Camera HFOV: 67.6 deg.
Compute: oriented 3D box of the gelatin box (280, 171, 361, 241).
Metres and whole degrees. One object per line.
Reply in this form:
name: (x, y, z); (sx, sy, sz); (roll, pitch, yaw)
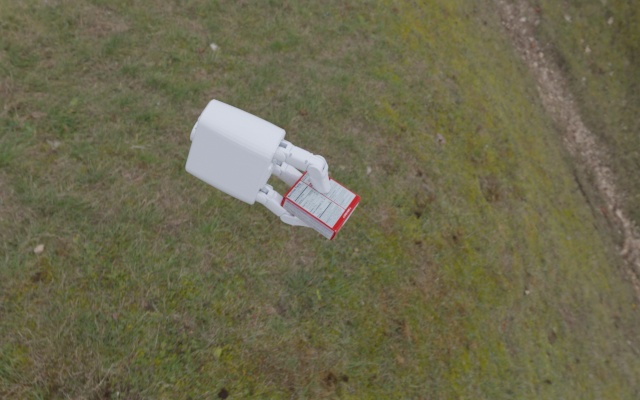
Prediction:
gelatin box: (0.001, 0.002, 0.671); (0.089, 0.073, 0.030); (33, -35, 7)
